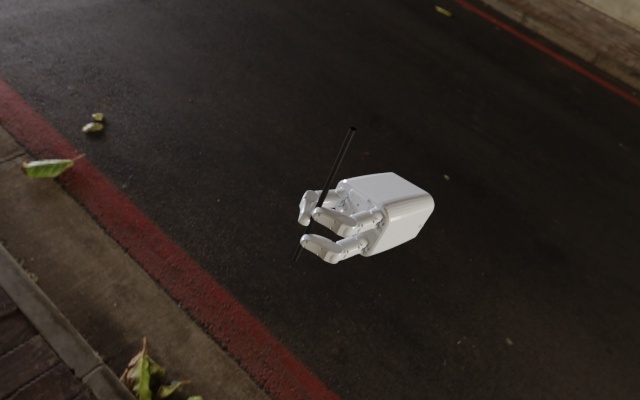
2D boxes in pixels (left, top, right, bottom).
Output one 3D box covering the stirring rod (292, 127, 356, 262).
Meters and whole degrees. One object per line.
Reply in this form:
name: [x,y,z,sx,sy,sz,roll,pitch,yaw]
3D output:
stirring rod: [0.000,0.002,0.629,0.011,0.240,0.011,14,40,-12]
